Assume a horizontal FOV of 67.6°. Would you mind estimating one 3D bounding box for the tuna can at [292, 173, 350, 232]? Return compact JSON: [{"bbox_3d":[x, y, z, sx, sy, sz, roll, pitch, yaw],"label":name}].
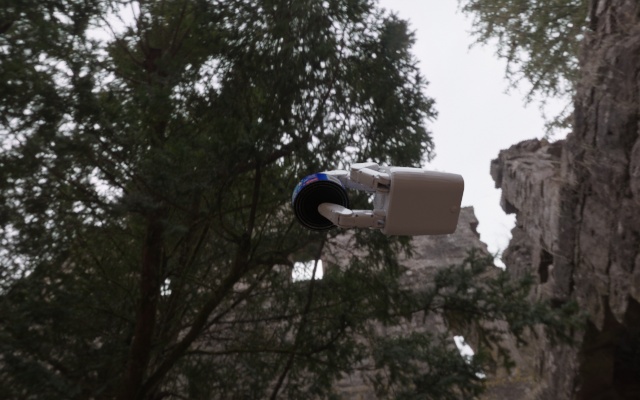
[{"bbox_3d":[0.000,0.002,0.722,0.086,0.086,0.033,0,26,-8],"label":"tuna can"}]
